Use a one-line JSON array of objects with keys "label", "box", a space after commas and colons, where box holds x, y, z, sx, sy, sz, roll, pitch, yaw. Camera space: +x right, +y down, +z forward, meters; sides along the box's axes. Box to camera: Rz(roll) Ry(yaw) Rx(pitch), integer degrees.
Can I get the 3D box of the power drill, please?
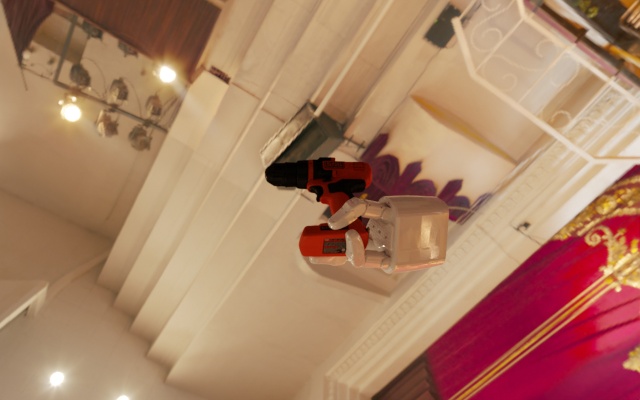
[{"label": "power drill", "box": [0.000, 0.003, 0.773, 0.184, 0.187, 0.057, -1, -44, -3]}]
